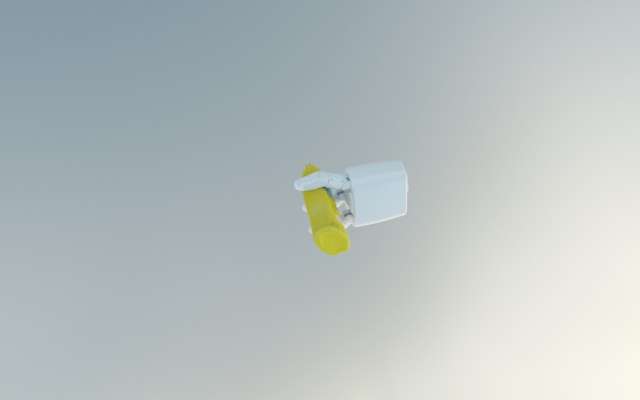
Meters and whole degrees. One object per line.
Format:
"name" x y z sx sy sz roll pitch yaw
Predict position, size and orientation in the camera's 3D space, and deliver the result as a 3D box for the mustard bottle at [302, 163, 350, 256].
"mustard bottle" 0.000 0.003 0.893 0.058 0.191 0.096 -26 -39 12
